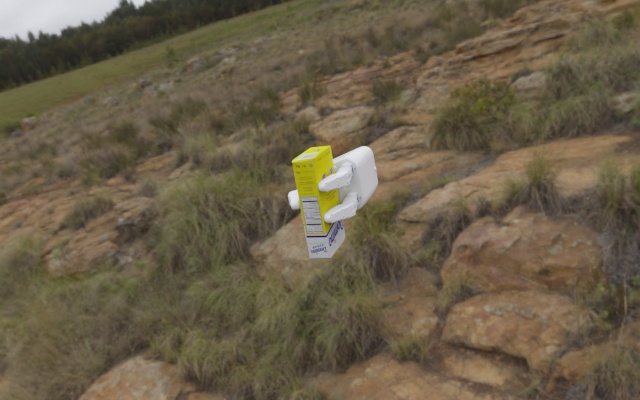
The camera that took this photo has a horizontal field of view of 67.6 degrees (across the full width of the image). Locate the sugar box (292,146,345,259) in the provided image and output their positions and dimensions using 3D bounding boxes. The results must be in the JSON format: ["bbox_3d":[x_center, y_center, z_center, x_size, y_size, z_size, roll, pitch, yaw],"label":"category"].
[{"bbox_3d":[0.001,0.003,0.823,0.048,0.176,0.093,-5,18,23],"label":"sugar box"}]
